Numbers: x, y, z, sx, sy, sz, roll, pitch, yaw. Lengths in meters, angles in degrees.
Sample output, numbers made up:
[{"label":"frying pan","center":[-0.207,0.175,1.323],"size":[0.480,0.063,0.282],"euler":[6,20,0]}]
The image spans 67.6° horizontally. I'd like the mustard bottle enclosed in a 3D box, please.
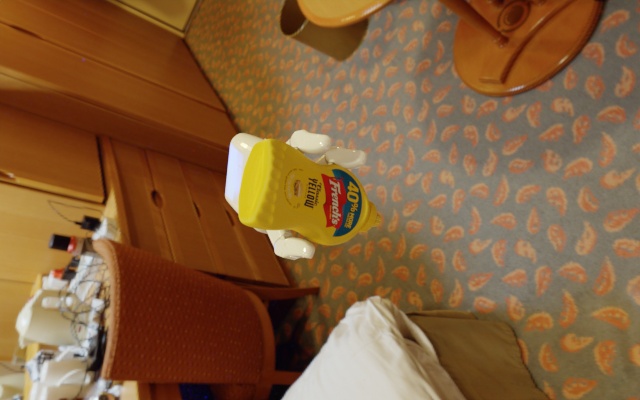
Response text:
[{"label":"mustard bottle","center":[0.000,0.002,0.562],"size":[0.192,0.096,0.058],"euler":[18,-16,-37]}]
